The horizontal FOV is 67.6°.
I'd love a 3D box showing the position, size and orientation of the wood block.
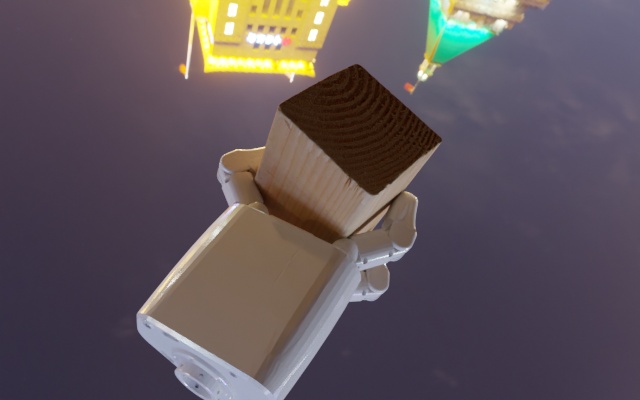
[{"bbox_3d":[0.000,0.001,0.408,0.090,0.091,0.206,-37,-14,-35],"label":"wood block"}]
